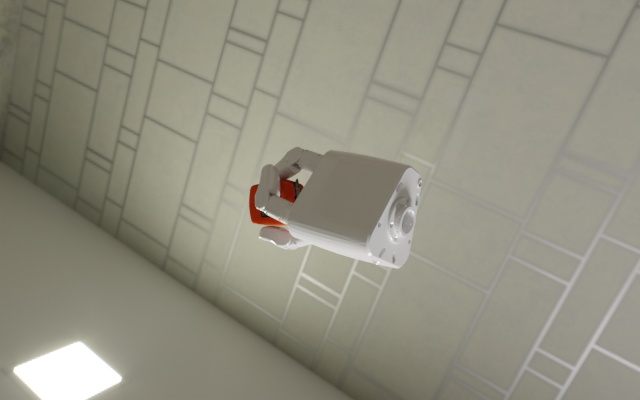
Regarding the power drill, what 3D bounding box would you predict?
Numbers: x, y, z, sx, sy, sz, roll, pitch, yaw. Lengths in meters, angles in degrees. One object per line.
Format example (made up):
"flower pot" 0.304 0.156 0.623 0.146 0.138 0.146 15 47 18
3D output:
"power drill" 0.000 0.002 0.663 0.187 0.057 0.184 -2 -3 -35
